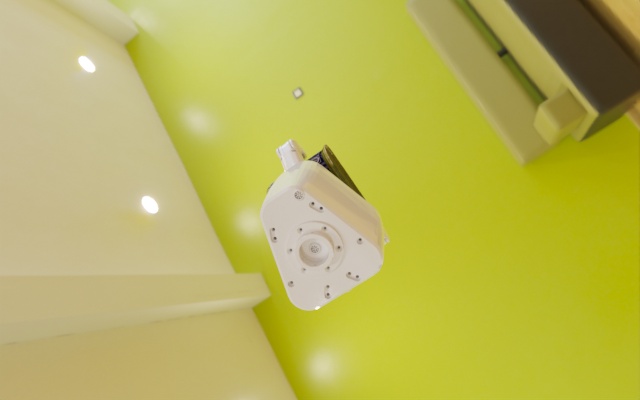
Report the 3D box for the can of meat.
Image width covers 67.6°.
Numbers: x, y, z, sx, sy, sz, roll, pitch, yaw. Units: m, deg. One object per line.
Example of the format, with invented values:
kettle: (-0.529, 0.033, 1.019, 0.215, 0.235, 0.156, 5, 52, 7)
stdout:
can of meat: (0.000, 0.002, 0.550, 0.084, 0.102, 0.057, -33, 13, 11)
